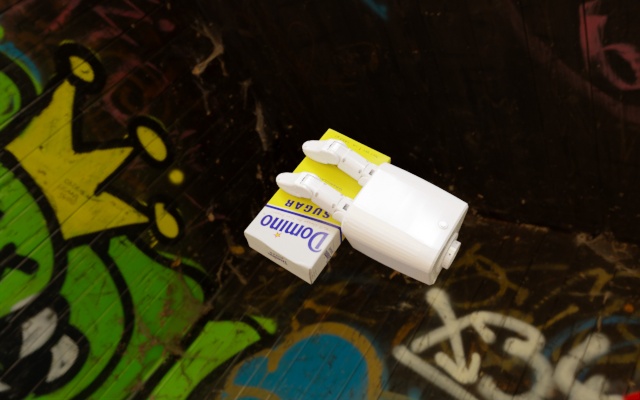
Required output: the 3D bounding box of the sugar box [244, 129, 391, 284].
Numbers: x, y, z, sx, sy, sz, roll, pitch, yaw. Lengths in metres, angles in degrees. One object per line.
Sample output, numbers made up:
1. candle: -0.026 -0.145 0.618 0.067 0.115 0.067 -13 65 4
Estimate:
1. sugar box: 0.000 0.002 0.571 0.093 0.176 0.048 28 -28 20
